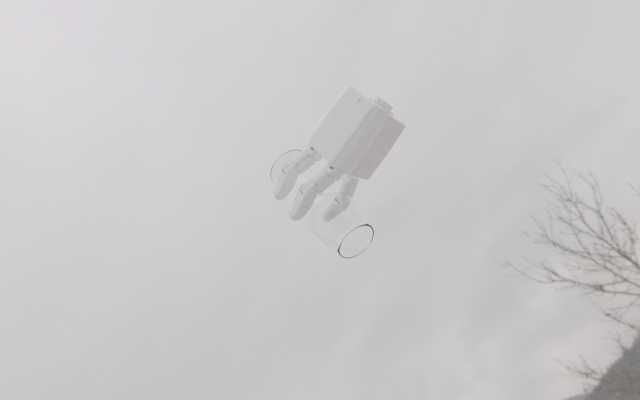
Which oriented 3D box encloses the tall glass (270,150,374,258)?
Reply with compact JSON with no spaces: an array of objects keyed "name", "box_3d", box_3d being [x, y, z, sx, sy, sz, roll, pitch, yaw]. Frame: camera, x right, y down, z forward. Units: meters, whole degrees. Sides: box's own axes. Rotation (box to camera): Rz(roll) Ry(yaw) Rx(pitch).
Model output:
[{"name":"tall glass","box_3d":[0.000,0.002,0.744,0.079,0.079,0.201,0,35,-39]}]
